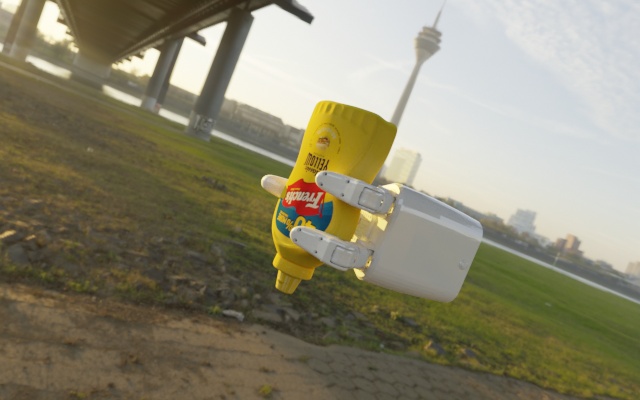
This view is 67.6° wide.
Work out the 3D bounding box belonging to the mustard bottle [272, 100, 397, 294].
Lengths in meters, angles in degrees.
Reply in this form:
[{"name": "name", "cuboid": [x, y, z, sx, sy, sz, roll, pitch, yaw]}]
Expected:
[{"name": "mustard bottle", "cuboid": [0.000, 0.001, 0.471, 0.058, 0.191, 0.096, 18, 5, -45]}]
